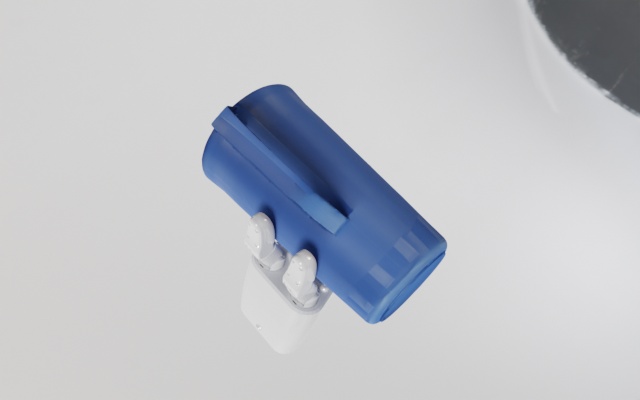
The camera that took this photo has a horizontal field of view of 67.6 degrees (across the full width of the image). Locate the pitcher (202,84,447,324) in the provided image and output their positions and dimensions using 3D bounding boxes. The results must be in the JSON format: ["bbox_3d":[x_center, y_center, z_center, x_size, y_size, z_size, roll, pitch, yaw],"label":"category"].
[{"bbox_3d":[0.000,0.002,0.474,0.242,0.145,0.149,43,48,19],"label":"pitcher"}]
